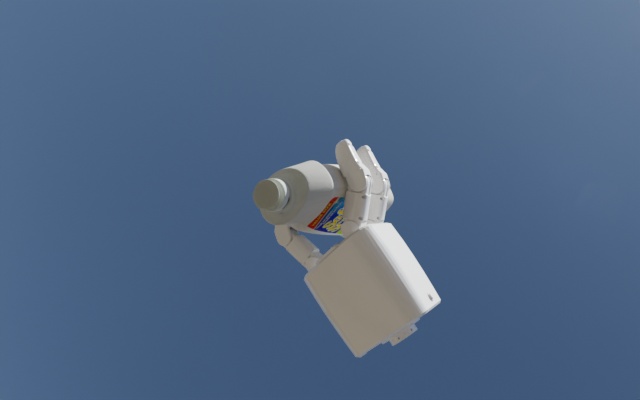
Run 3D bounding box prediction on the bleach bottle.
[{"bbox_3d":[0.000,0.002,0.551,0.102,0.068,0.251,-40,-17,21],"label":"bleach bottle"}]
